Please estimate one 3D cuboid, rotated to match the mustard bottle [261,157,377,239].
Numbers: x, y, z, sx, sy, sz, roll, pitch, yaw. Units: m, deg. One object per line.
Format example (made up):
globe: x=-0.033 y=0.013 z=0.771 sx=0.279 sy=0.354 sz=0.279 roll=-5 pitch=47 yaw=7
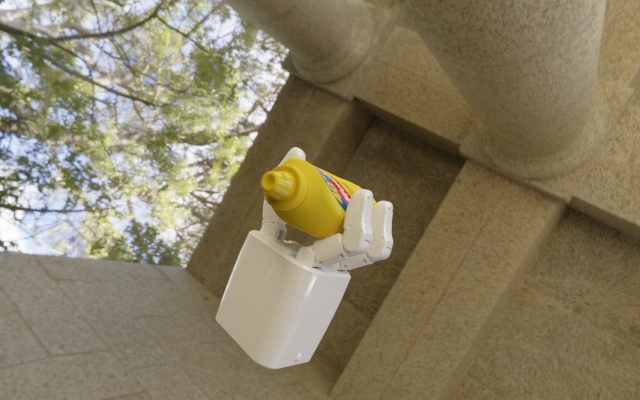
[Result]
mustard bottle: x=0.000 y=0.001 z=0.492 sx=0.058 sy=0.096 sz=0.192 roll=-45 pitch=-27 yaw=14
